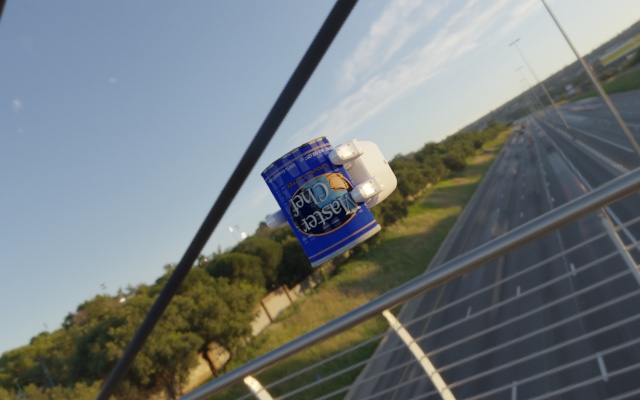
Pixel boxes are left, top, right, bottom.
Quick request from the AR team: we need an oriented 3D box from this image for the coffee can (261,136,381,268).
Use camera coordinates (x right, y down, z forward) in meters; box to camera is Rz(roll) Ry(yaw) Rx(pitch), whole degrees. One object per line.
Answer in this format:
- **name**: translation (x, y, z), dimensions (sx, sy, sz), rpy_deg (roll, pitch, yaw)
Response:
- **coffee can**: translation (0.000, 0.002, 0.627), dimensions (0.103, 0.140, 0.103), rpy_deg (-30, -3, -2)
